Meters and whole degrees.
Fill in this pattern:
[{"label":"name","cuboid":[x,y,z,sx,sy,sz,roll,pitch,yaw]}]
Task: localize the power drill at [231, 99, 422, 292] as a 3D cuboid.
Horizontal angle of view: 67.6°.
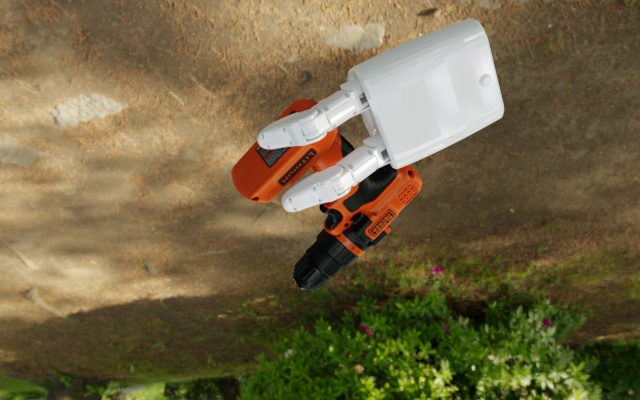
[{"label":"power drill","cuboid":[0.000,0.001,0.485,0.188,0.184,0.057,38,7,-47]}]
